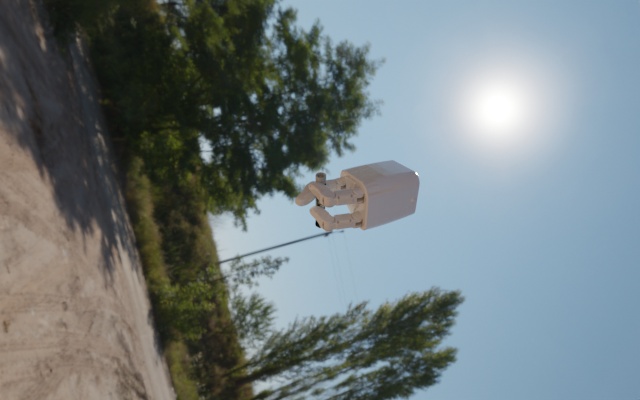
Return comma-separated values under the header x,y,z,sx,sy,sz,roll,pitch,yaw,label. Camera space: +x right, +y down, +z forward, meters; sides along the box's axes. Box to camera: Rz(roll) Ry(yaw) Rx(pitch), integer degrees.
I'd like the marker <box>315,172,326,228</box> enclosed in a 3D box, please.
x,y,z,sx,sy,sz,roll,pitch,yaw,label
0.000,0.003,0.857,0.020,0.121,0.020,0,40,0,marker
